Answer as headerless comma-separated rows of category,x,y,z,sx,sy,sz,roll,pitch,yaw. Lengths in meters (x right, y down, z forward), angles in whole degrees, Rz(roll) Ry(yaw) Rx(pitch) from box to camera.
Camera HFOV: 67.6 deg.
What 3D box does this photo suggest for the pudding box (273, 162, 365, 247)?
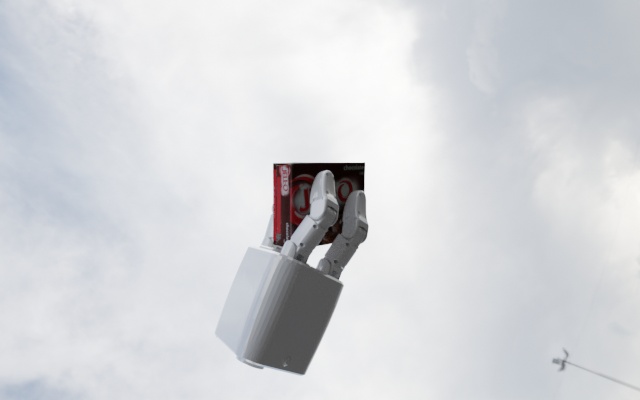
pudding box,0.000,0.002,0.531,0.113,0.090,0.039,-6,10,-44
